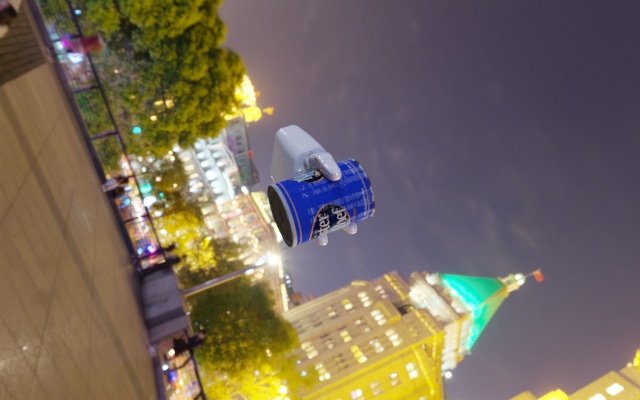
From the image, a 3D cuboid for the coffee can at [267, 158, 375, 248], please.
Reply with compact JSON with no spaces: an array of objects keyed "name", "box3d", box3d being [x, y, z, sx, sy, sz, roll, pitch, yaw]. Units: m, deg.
[{"name":"coffee can","box3d":[0.000,0.003,0.752,0.140,0.103,0.103,-19,6,-17]}]
